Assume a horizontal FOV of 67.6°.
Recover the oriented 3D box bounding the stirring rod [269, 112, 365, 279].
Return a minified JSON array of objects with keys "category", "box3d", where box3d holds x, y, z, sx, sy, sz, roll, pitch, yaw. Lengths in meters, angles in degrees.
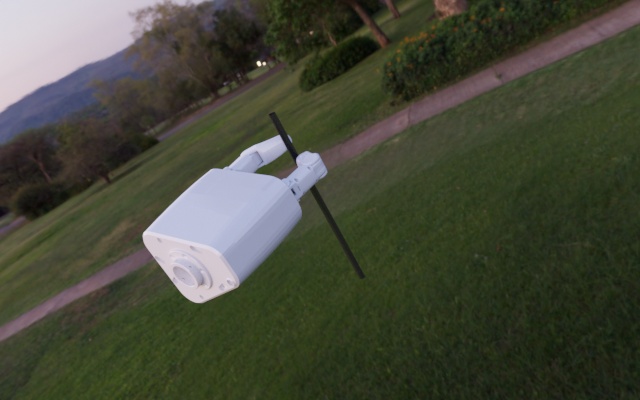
[{"category":"stirring rod","box3d":[0.000,0.002,0.570,0.011,0.240,0.011,-24,23,11]}]
